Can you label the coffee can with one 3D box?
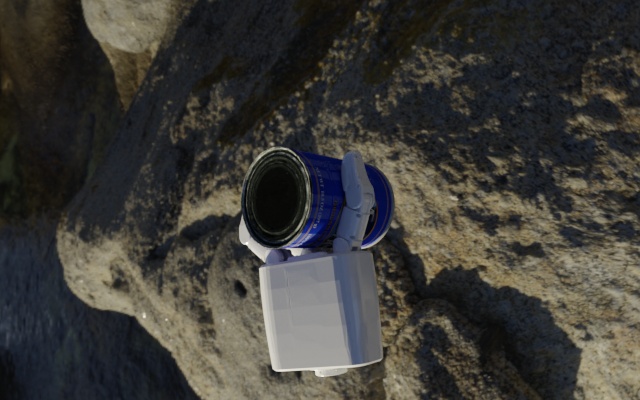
[{"bbox_3d":[0.000,0.002,0.521,0.103,0.103,0.140,0,-4,42],"label":"coffee can"}]
